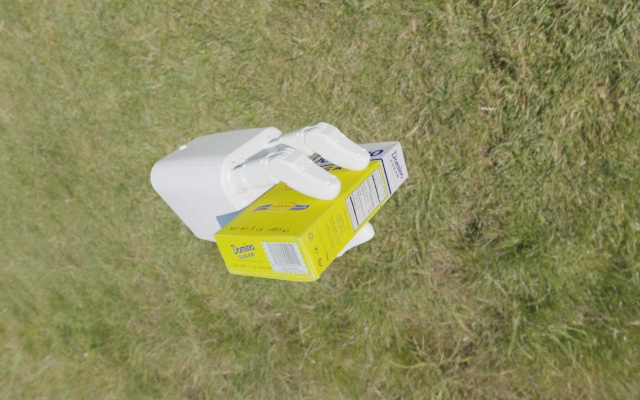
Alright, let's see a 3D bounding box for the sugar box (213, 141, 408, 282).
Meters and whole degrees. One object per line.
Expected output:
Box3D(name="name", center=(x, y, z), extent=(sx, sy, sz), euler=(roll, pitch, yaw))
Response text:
Box3D(name="sugar box", center=(0.000, 0.001, 0.425), extent=(0.093, 0.048, 0.176), euler=(-1, 30, 35))
